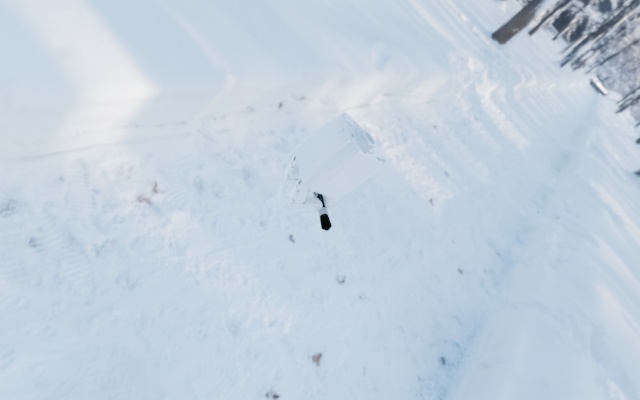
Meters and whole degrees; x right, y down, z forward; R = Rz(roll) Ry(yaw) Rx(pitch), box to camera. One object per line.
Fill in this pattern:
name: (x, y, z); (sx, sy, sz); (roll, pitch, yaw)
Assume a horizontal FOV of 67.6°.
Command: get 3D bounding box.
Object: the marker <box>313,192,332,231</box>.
marker: (0.000, 0.003, 0.847); (0.020, 0.121, 0.020); (-8, -38, -7)
